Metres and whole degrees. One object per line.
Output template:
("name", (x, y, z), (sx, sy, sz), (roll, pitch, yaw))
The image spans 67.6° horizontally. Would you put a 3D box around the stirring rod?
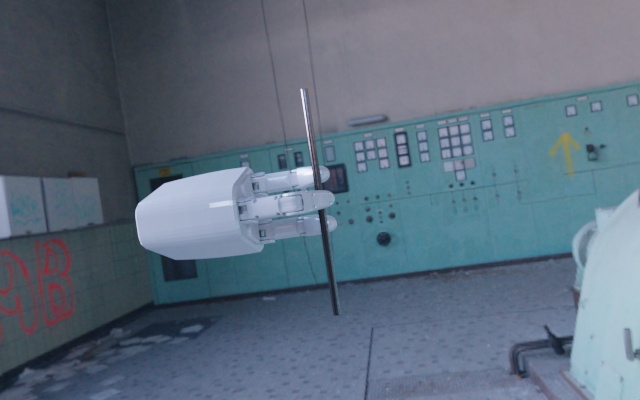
("stirring rod", (0.000, 0.002, 0.504), (0.011, 0.239, 0.011), (-8, 0, 0))
